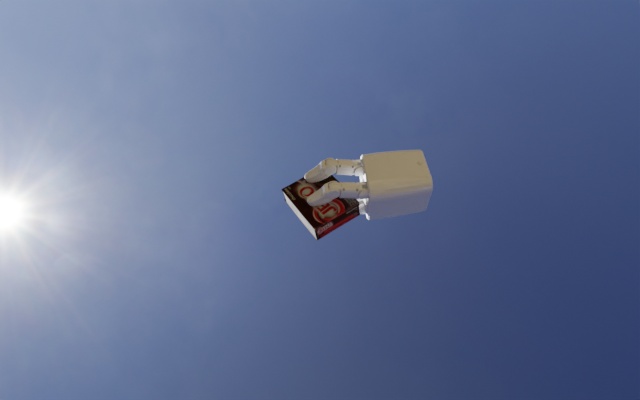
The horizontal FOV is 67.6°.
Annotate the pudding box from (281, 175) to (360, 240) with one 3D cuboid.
[{"bbox_3d":[0.000,0.003,0.819,0.090,0.039,0.113,-30,50,-17],"label":"pudding box"}]
